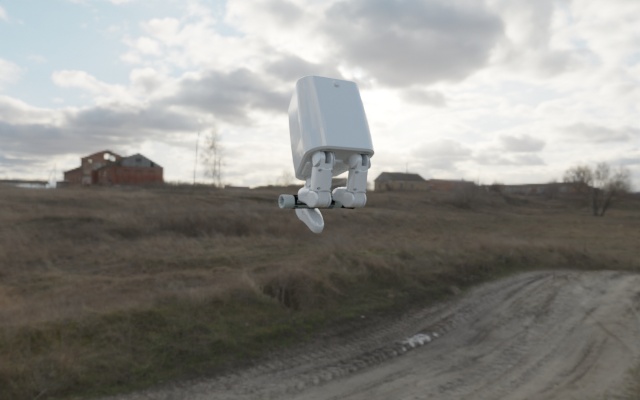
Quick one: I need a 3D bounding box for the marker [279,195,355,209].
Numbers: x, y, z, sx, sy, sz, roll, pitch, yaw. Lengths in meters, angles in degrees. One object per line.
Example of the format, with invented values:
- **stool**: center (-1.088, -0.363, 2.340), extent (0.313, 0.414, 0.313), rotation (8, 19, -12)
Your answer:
- **marker**: center (0.000, 0.002, 0.659), extent (0.121, 0.020, 0.020), rotation (1, 0, -31)
